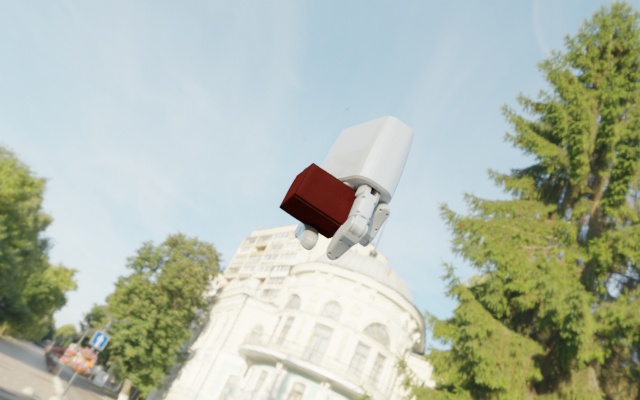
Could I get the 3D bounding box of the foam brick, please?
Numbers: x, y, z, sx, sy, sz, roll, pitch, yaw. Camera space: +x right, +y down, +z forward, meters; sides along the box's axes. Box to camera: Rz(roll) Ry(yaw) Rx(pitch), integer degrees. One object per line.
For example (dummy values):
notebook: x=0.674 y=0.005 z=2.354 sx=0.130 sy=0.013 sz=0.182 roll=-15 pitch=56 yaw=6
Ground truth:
foam brick: x=0.000 y=0.002 z=0.575 sx=0.078 sy=0.051 sz=0.053 roll=34 pitch=-28 yaw=-14
